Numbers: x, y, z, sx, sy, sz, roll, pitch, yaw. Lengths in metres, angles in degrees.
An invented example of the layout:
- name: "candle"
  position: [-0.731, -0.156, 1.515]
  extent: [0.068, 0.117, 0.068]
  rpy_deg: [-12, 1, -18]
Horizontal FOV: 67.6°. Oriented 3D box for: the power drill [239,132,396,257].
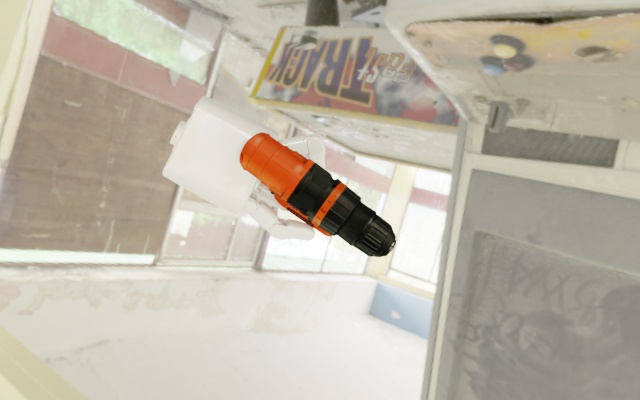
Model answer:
- name: "power drill"
  position: [0.000, 0.002, 0.556]
  extent: [0.184, 0.057, 0.188]
  rpy_deg: [38, -5, 4]
